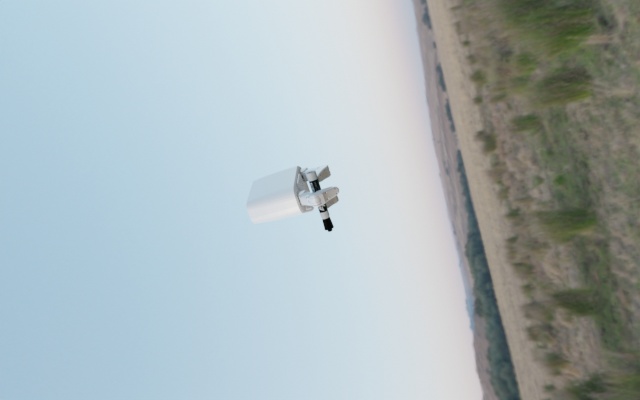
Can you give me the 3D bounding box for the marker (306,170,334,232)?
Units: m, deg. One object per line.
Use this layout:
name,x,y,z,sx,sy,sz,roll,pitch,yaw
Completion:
marker,0.000,0.003,0.898,0.020,0.121,0.020,-17,14,5
